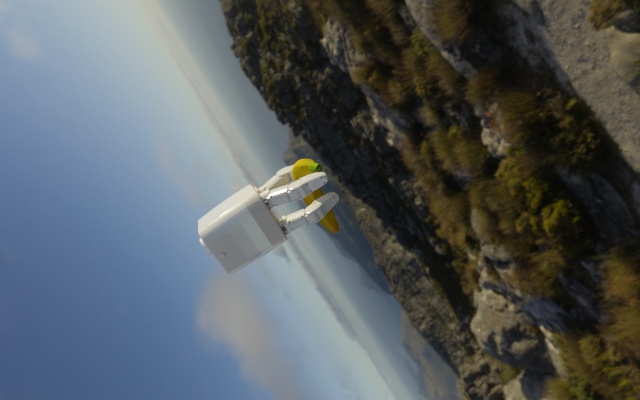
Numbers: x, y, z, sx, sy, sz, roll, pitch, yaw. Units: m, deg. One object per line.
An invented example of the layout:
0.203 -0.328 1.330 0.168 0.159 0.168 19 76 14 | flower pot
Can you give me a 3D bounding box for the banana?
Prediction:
-0.011 -0.011 0.787 0.037 0.069 0.198 -34 -33 -9 | banana
